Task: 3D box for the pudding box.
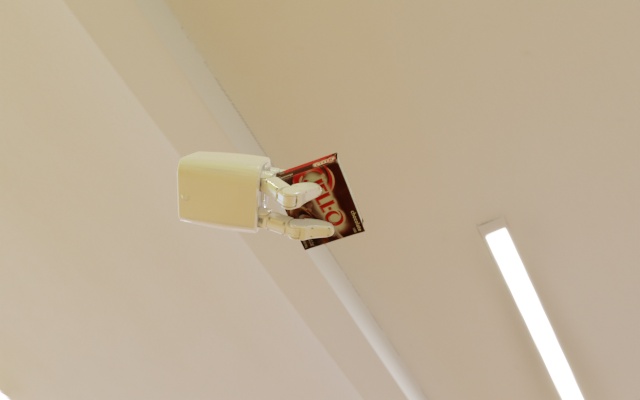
[{"bbox_3d":[0.000,0.002,0.644,0.090,0.113,0.039,-18,27,12],"label":"pudding box"}]
